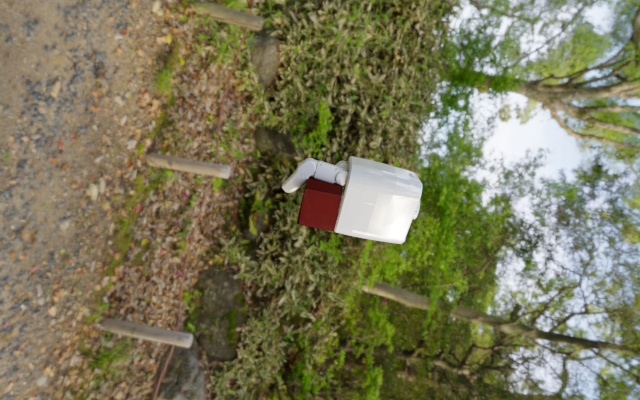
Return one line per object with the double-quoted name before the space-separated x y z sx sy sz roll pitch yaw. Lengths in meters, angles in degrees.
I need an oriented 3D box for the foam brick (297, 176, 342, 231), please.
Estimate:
"foam brick" 0.000 0.002 0.658 0.051 0.053 0.078 13 16 -1
